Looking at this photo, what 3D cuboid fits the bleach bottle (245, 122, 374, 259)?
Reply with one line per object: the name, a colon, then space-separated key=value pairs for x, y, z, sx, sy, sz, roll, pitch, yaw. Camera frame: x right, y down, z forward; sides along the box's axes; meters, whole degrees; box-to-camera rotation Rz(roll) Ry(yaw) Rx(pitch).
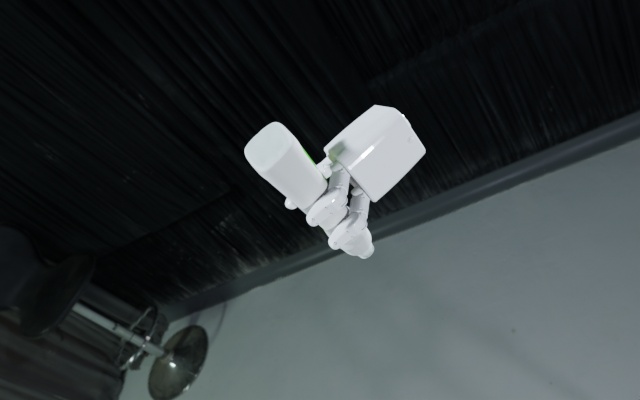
bleach bottle: x=0.000 y=0.002 z=0.697 sx=0.251 sy=0.068 sz=0.102 roll=47 pitch=2 yaw=-35
